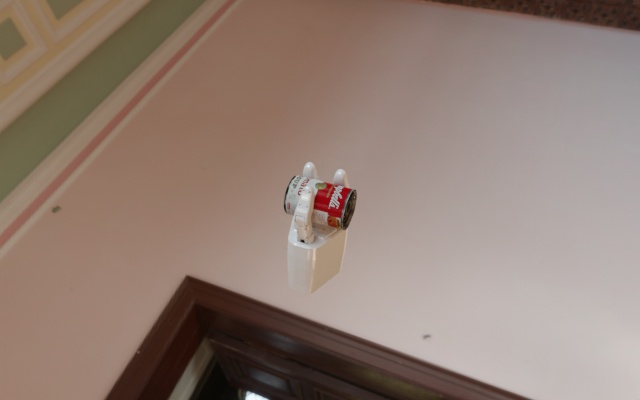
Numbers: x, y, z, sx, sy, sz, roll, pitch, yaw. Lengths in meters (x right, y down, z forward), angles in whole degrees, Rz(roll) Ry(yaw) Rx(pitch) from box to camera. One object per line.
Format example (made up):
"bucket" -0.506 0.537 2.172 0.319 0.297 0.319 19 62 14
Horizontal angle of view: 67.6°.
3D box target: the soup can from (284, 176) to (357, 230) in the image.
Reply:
"soup can" 0.000 0.002 0.772 0.102 0.068 0.068 15 4 17
